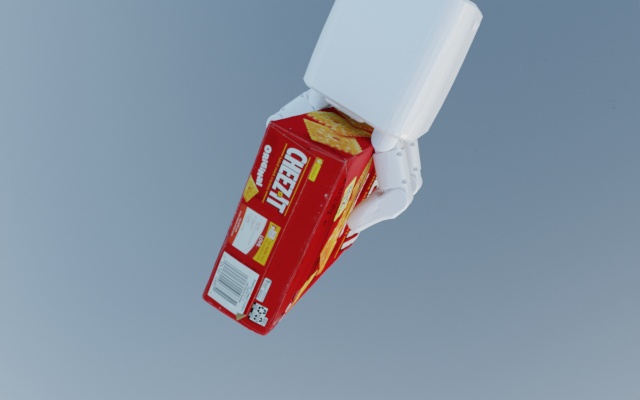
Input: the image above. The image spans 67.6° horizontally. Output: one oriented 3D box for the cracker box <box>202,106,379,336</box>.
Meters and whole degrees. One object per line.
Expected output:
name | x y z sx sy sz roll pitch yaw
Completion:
cracker box | 0.000 0.001 0.440 0.072 0.164 0.213 30 24 13
